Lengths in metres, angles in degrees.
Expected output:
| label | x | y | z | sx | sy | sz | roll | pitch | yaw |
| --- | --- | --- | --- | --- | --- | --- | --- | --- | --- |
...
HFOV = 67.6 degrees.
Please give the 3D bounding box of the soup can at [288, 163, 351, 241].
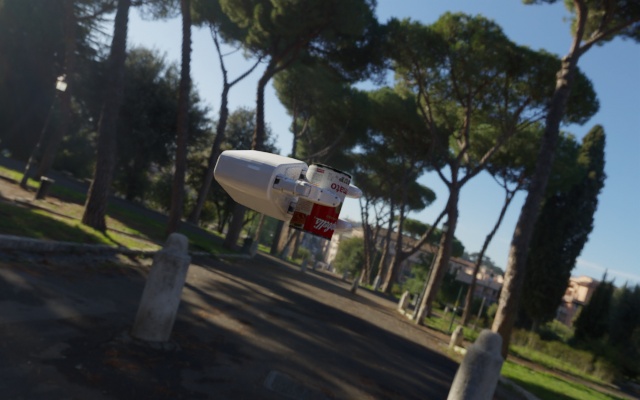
| label | x | y | z | sx | sy | sz | roll | pitch | yaw |
| --- | --- | --- | --- | --- | --- | --- | --- | --- | --- |
| soup can | 0.001 | 0.002 | 0.717 | 0.068 | 0.102 | 0.068 | 19 | -3 | 1 |
